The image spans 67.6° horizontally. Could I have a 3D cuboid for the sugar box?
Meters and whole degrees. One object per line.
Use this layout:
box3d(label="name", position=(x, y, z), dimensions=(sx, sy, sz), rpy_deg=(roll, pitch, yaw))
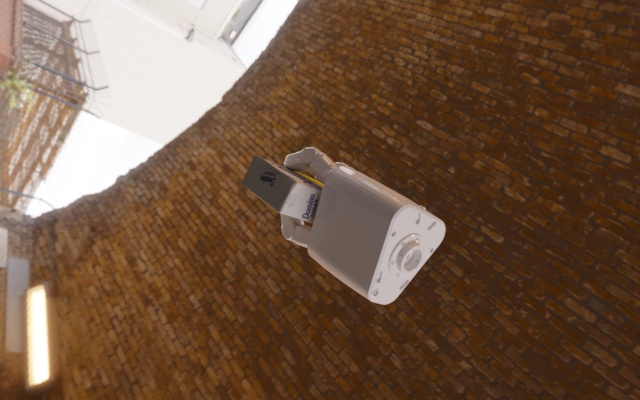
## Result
box3d(label="sugar box", position=(0.001, 0.002, 0.589), dimensions=(0.176, 0.048, 0.093), rpy_deg=(24, 6, -43))
